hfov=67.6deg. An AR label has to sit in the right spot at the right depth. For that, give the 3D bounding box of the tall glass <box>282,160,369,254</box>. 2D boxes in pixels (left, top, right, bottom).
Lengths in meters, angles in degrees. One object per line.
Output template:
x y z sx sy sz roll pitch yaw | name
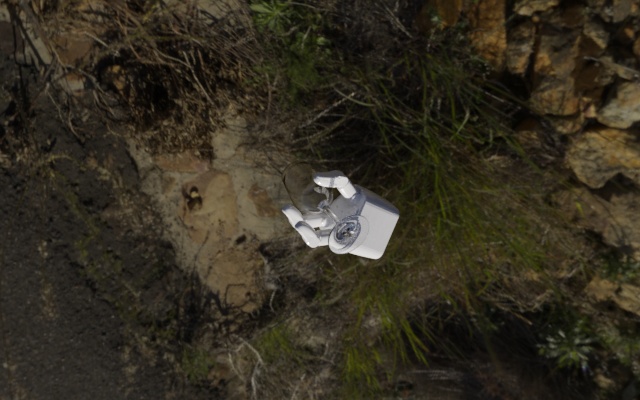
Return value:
0.000 0.003 0.819 0.079 0.079 0.201 0 31 -32 | tall glass
